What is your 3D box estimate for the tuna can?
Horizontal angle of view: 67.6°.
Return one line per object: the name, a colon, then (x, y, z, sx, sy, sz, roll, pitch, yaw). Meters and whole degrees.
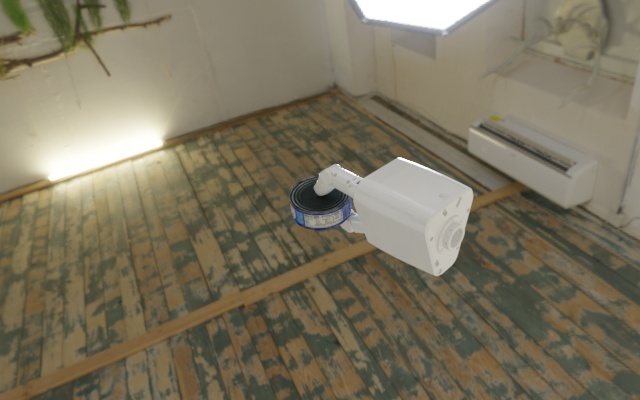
tuna can: (0.000, 0.003, 0.662, 0.086, 0.034, 0.086, -4, 38, 3)
